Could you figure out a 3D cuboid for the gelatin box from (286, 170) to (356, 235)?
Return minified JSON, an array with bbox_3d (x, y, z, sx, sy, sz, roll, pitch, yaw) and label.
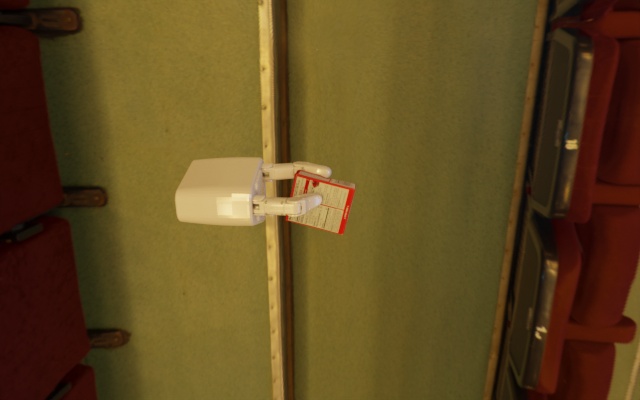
[{"bbox_3d":[0.000,0.002,0.692,0.089,0.073,0.030,15,19,4],"label":"gelatin box"}]
